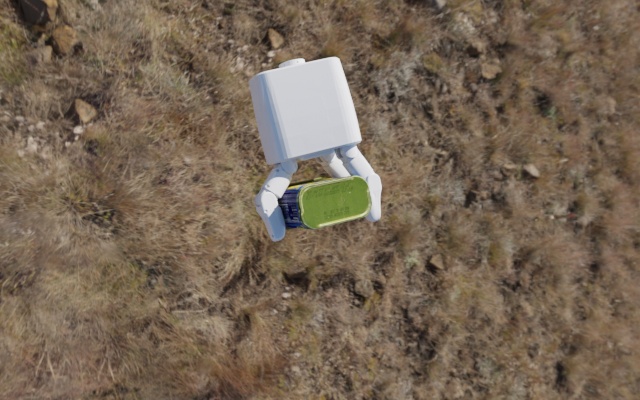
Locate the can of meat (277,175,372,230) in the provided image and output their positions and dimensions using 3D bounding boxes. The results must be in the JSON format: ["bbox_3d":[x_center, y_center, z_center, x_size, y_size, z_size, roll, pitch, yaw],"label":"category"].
[{"bbox_3d":[0.000,0.002,0.584,0.102,0.057,0.084,-13,5,-27],"label":"can of meat"}]
